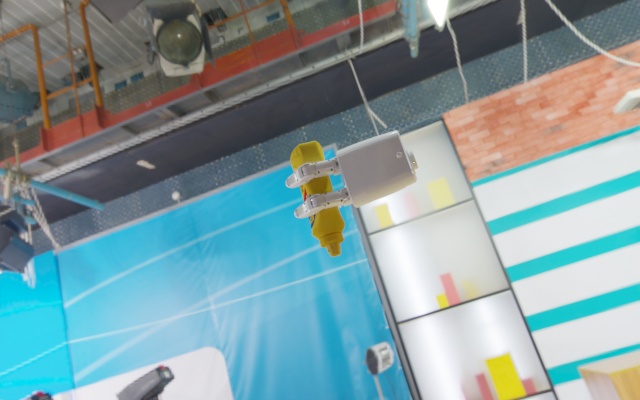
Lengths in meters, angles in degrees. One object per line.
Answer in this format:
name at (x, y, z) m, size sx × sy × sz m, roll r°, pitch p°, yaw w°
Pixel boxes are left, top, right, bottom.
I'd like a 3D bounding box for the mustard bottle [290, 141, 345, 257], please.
mustard bottle at (0.000, 0.003, 0.812) m, size 0.058 × 0.191 × 0.096 m, roll -13°, pitch -18°, yaw -12°
